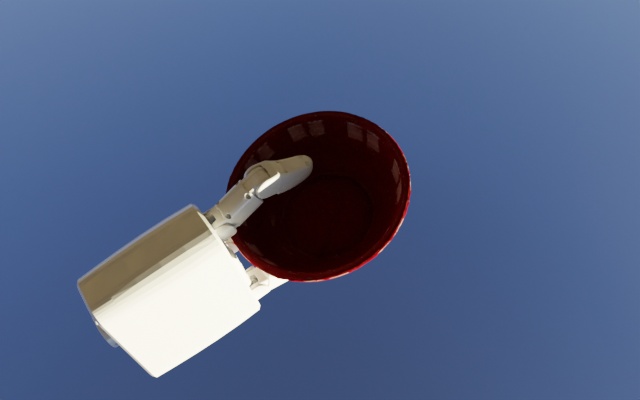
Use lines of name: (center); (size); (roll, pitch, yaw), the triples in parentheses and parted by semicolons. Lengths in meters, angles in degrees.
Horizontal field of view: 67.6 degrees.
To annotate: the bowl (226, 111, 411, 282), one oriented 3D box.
bowl: (0.001, 0.001, 0.425); (0.162, 0.162, 0.055); (0, -26, 15)
